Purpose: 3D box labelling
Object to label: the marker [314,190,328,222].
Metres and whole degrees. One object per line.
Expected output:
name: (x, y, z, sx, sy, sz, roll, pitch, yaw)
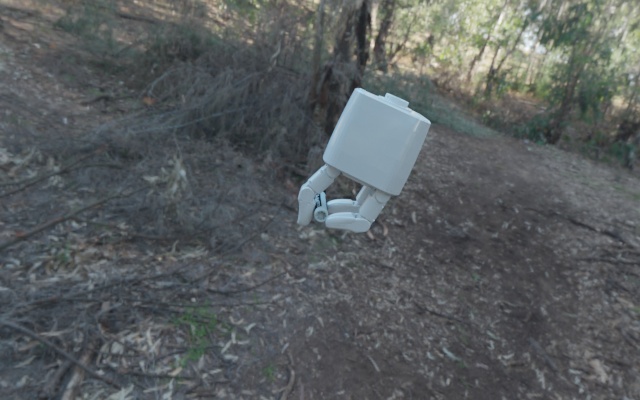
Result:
marker: (0.000, 0.002, 0.706, 0.020, 0.020, 0.121, 0, 18, -1)
